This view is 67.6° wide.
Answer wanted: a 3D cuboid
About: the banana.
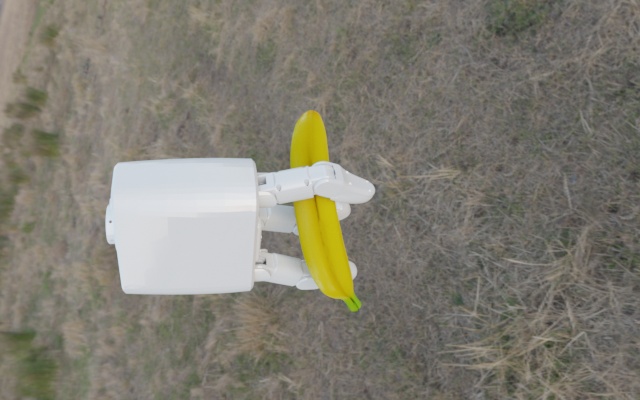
[{"bbox_3d":[-0.003,0.001,0.425,0.037,0.197,0.070,-12,-15,8],"label":"banana"}]
